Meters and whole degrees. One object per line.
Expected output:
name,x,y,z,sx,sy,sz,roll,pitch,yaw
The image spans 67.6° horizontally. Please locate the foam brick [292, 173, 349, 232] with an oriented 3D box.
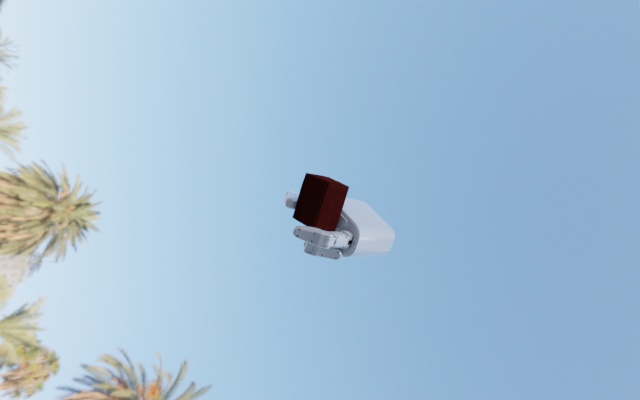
foam brick,0.000,0.002,0.743,0.051,0.078,0.053,7,16,-45
